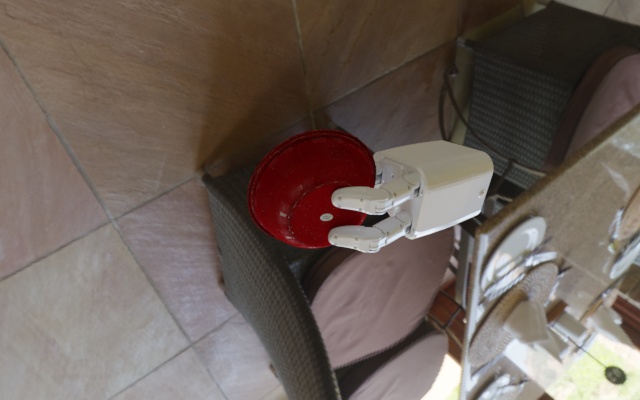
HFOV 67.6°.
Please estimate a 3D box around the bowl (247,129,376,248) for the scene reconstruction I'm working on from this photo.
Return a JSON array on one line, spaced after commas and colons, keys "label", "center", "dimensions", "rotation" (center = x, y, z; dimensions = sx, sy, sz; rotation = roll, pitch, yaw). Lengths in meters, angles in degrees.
[{"label": "bowl", "center": [-0.001, 0.003, 0.549], "dimensions": [0.162, 0.162, 0.055], "rotation": [0, 36, -23]}]
